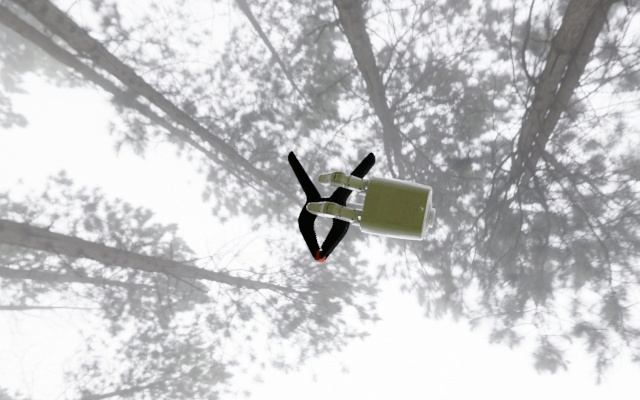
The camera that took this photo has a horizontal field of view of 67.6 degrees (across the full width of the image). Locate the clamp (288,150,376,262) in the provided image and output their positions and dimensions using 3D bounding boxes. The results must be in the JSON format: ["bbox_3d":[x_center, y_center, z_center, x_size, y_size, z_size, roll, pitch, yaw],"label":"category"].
[{"bbox_3d":[0.000,0.004,0.857,0.164,0.210,0.036,10,-11,19],"label":"clamp"}]
